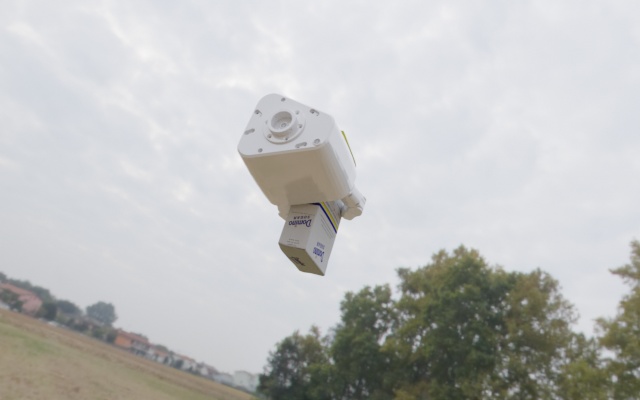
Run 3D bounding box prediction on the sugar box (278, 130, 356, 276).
[{"bbox_3d":[0.000,0.002,0.642,0.048,0.176,0.093,10,-26,23],"label":"sugar box"}]
